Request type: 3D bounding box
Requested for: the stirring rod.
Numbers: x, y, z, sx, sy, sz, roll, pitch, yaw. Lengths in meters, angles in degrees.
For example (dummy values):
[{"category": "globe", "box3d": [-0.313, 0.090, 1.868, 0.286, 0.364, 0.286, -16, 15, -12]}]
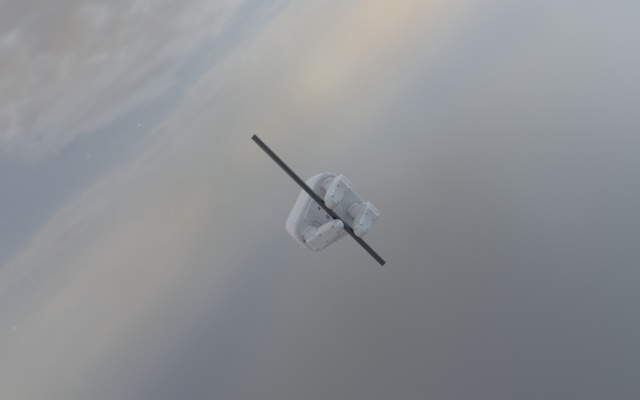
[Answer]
[{"category": "stirring rod", "box3d": [0.000, 0.002, 0.619, 0.239, 0.011, 0.011, 44, -10, -10]}]
